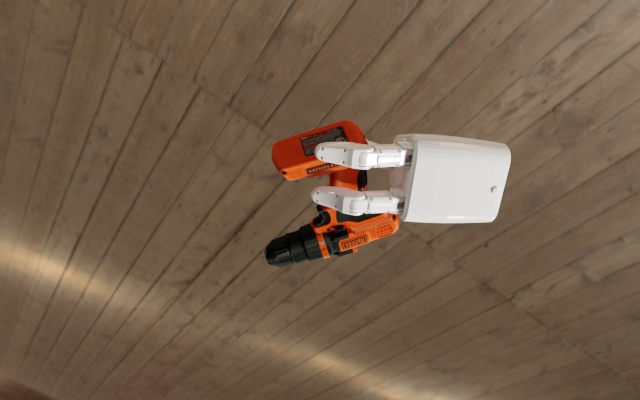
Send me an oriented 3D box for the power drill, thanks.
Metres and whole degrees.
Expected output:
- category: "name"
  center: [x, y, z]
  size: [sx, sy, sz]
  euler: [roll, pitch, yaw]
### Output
- category: "power drill"
  center: [0.000, 0.002, 0.590]
  size: [0.184, 0.057, 0.188]
  euler: [-19, -43, -2]
